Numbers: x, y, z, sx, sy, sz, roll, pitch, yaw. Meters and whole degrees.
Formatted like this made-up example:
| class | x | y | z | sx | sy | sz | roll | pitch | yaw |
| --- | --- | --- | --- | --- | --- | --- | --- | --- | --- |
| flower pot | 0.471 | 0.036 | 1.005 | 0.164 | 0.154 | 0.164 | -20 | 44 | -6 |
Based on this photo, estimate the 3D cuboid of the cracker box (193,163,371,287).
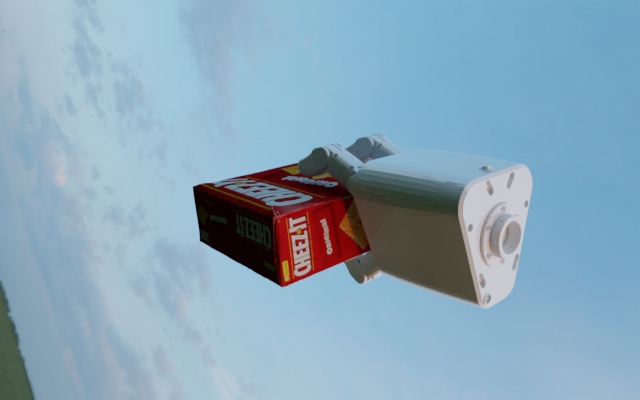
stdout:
| class | x | y | z | sx | sy | sz | roll | pitch | yaw |
| --- | --- | --- | --- | --- | --- | --- | --- | --- | --- |
| cracker box | 0.000 | 0.002 | 0.500 | 0.213 | 0.072 | 0.164 | -16 | 19 | -35 |
